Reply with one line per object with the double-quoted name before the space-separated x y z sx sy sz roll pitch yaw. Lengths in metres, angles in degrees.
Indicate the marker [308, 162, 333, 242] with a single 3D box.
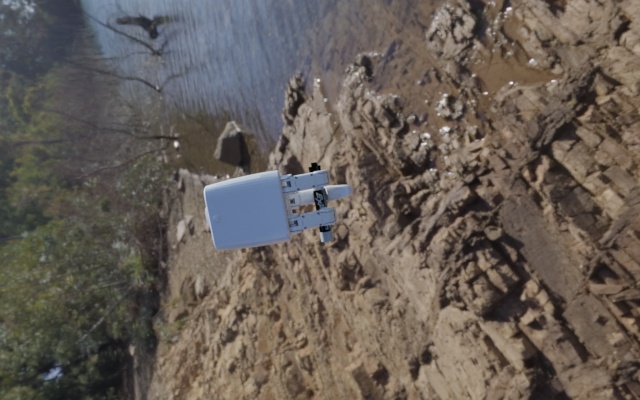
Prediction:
"marker" 0.000 0.002 0.721 0.020 0.121 0.020 -10 5 1
